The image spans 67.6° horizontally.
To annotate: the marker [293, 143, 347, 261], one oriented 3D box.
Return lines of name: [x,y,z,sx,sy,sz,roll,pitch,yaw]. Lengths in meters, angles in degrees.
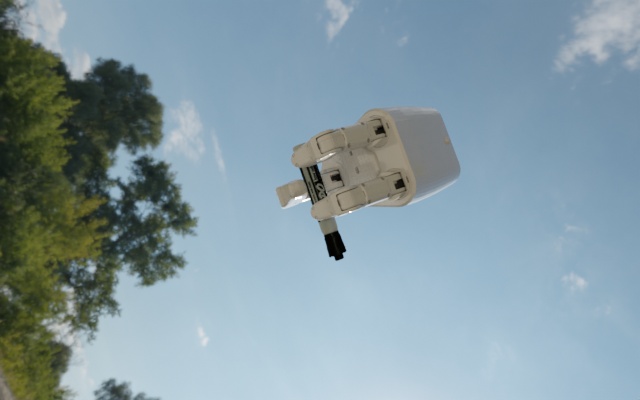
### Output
marker: [0.000,0.002,0.476,0.020,0.121,0.020,-19,-2,-1]
